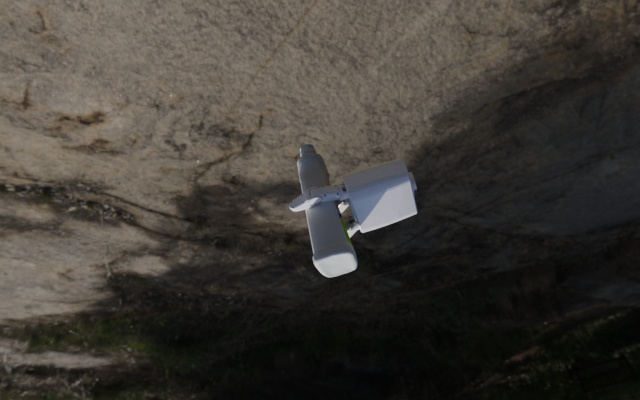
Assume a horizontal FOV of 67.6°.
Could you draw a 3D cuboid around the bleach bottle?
[{"bbox_3d":[0.000,0.003,0.845,0.068,0.250,0.103,-18,-29,5],"label":"bleach bottle"}]
